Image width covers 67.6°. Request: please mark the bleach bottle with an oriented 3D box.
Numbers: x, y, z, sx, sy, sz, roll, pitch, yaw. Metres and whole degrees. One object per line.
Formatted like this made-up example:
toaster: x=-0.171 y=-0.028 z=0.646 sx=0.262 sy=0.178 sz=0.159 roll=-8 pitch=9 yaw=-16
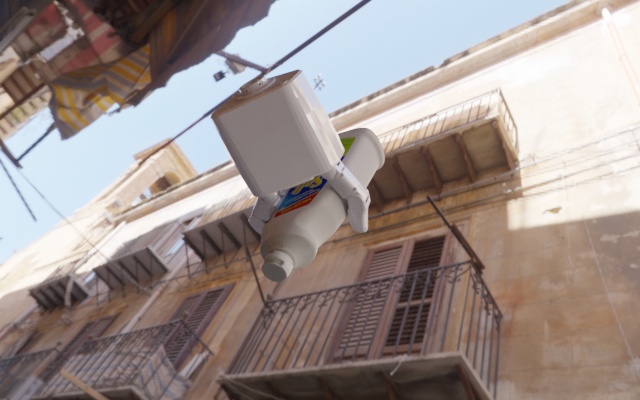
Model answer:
bleach bottle: x=0.000 y=0.002 z=0.586 sx=0.102 sy=0.068 sz=0.250 roll=-12 pitch=30 yaw=30
